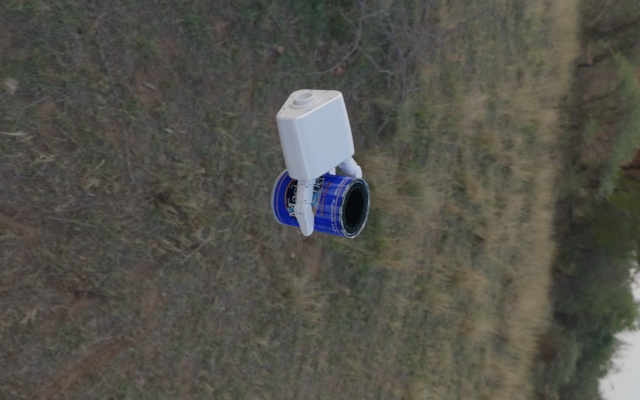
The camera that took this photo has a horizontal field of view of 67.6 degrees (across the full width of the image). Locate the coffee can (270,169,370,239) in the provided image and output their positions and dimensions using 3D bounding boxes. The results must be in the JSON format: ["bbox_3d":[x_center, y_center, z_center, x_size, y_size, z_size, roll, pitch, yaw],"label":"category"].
[{"bbox_3d":[0.000,0.003,0.823,0.140,0.103,0.103,10,5,31],"label":"coffee can"}]
